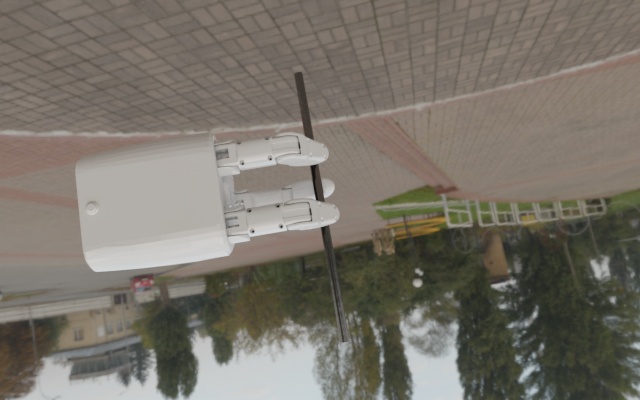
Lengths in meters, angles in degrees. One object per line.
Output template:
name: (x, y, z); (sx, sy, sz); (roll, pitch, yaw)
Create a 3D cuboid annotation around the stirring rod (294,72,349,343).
stirring rod: (0.000, 0.001, 0.419); (0.011, 0.239, 0.011); (-10, -8, -1)
